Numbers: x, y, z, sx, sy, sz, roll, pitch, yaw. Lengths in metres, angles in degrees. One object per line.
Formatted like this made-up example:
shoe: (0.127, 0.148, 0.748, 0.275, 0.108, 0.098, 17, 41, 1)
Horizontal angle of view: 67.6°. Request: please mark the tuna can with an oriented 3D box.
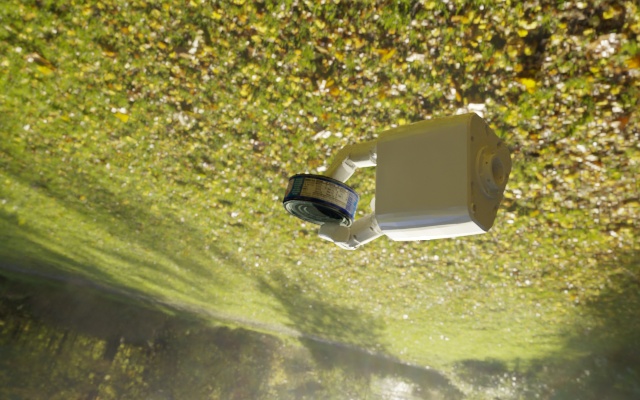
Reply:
tuna can: (0.000, 0.002, 0.553, 0.086, 0.033, 0.086, 14, -18, 5)
